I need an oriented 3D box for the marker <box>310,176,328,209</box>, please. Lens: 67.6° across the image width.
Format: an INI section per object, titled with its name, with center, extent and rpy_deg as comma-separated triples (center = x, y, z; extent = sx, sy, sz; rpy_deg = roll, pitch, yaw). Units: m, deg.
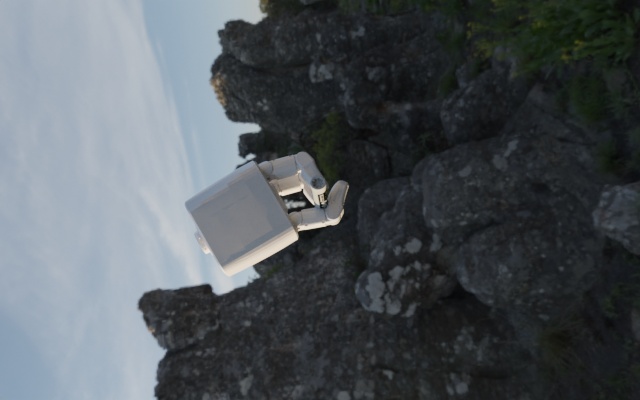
[marker]
center = 0.000, 0.002, 0.620
extent = 0.020, 0.020, 0.121
rpy_deg = 0, -23, 3
